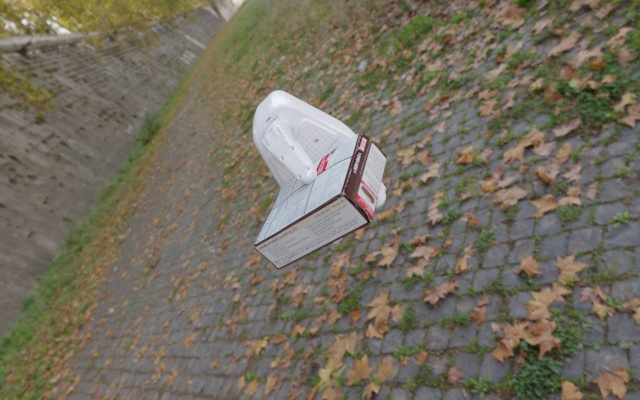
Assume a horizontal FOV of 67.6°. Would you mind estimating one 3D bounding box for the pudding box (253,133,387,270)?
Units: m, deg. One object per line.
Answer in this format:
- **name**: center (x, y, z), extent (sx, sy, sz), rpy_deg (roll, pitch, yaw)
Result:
- **pudding box**: center (0.000, 0.001, 0.419), extent (0.039, 0.090, 0.113), rpy_deg (42, -51, -20)
